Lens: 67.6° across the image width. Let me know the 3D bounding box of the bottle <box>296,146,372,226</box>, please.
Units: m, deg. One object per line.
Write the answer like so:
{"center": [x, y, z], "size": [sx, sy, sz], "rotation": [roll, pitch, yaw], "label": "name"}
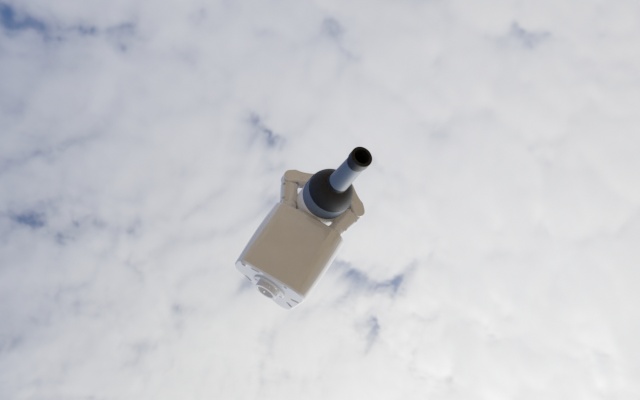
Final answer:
{"center": [0.000, 0.002, 0.693], "size": [0.069, 0.069, 0.296], "rotation": [0, -22, -21], "label": "bottle"}
